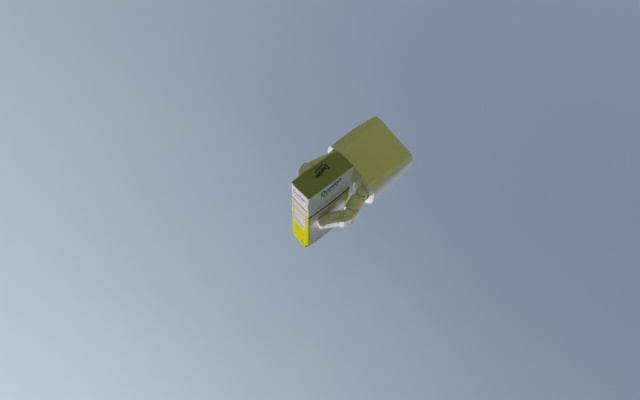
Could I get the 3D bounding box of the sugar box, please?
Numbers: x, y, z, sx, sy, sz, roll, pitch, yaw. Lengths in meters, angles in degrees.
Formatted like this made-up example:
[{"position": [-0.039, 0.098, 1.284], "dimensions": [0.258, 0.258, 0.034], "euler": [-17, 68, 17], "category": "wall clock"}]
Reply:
[{"position": [0.000, 0.002, 0.777], "dimensions": [0.093, 0.048, 0.176], "euler": [-37, -24, -21], "category": "sugar box"}]
